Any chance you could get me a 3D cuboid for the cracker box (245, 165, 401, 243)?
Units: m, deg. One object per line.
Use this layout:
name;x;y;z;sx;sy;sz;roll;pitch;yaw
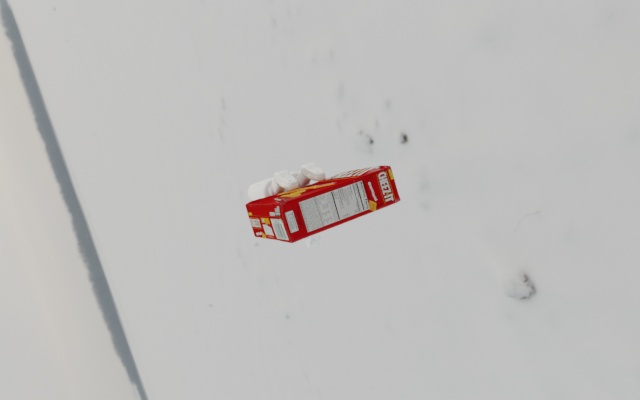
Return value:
cracker box;0.000;0.003;0.821;0.213;0.072;0.164;-20;8;-26
